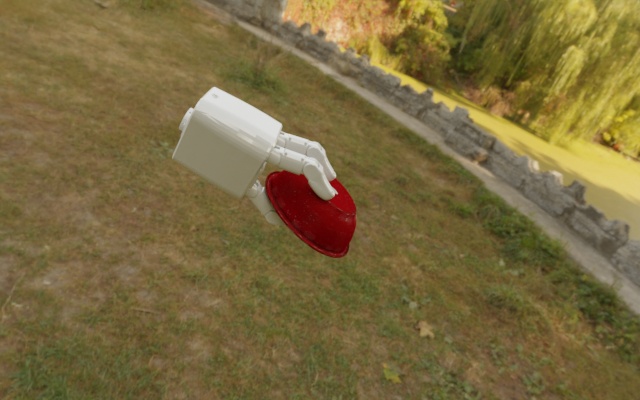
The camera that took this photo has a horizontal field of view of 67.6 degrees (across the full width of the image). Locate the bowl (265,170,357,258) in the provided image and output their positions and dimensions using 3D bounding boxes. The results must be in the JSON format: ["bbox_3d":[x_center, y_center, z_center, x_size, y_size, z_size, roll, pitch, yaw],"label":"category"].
[{"bbox_3d":[0.001,0.003,0.684,0.055,0.162,0.162,-43,-19,21],"label":"bowl"}]
